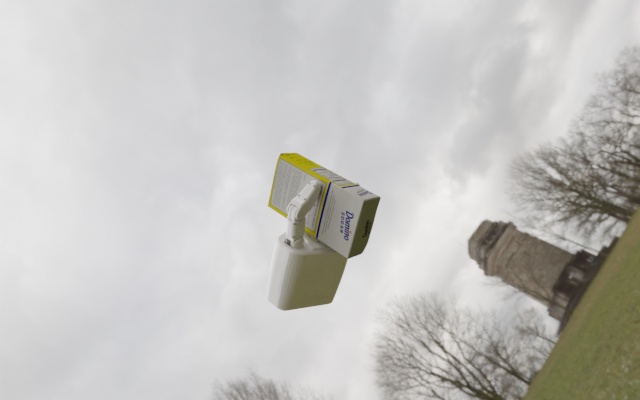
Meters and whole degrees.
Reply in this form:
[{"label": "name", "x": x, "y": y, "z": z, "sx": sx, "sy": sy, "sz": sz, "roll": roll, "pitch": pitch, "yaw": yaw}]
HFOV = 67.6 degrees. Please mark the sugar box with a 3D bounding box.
[{"label": "sugar box", "x": 0.000, "y": 0.002, "z": 0.705, "sx": 0.176, "sy": 0.093, "sz": 0.048, "roll": 30, "pitch": 27, "yaw": 33}]
